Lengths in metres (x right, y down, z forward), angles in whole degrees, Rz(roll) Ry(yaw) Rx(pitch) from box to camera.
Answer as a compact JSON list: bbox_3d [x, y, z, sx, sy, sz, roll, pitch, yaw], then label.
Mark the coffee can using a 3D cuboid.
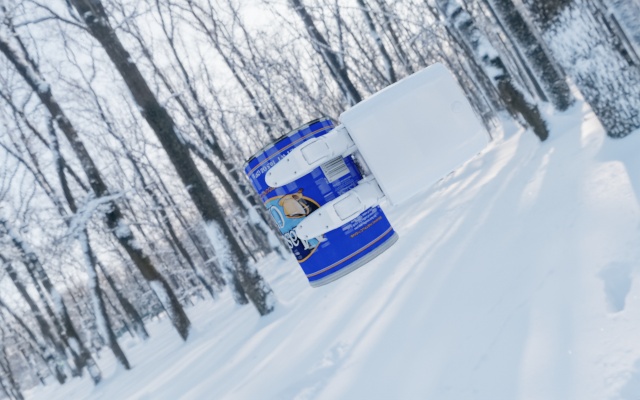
[{"bbox_3d":[0.000,0.002,0.484,0.103,0.140,0.103,-30,0,0],"label":"coffee can"}]
